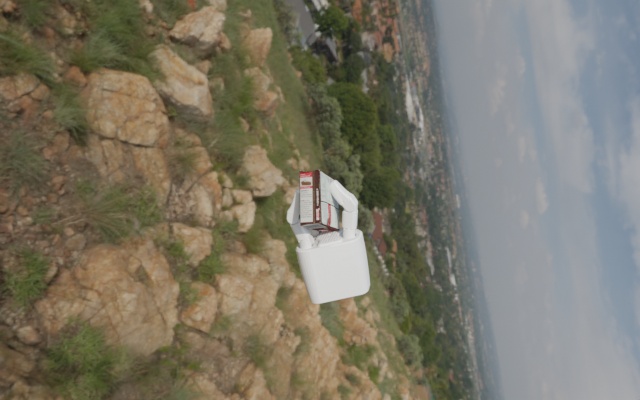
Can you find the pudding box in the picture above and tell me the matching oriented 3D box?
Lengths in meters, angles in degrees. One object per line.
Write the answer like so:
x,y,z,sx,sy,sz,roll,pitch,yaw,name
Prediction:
0.000,0.003,0.796,0.039,0.090,0.113,-5,-10,16,pudding box
